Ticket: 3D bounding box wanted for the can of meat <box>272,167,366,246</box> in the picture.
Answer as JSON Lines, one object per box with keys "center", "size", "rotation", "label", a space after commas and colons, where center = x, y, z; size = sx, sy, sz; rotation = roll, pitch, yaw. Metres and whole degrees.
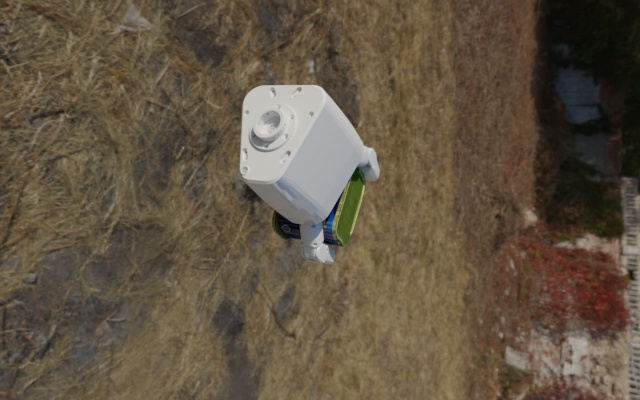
{"center": [0.000, 0.002, 0.581], "size": [0.084, 0.102, 0.057], "rotation": [7, -23, 27], "label": "can of meat"}
